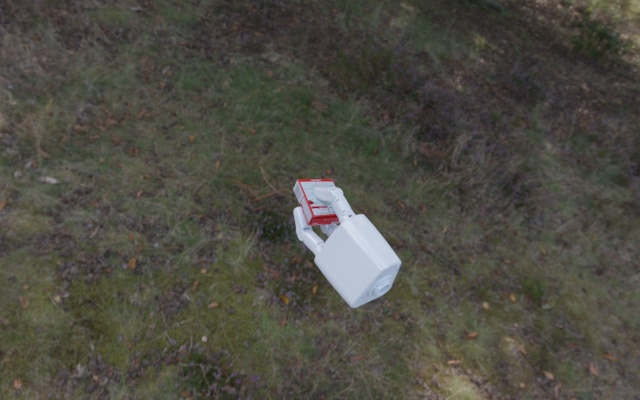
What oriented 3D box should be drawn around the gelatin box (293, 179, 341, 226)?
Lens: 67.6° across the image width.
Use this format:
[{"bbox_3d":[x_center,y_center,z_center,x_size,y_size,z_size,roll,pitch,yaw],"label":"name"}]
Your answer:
[{"bbox_3d":[0.000,0.002,0.852,0.073,0.089,0.030,-2,-39,-29],"label":"gelatin box"}]
